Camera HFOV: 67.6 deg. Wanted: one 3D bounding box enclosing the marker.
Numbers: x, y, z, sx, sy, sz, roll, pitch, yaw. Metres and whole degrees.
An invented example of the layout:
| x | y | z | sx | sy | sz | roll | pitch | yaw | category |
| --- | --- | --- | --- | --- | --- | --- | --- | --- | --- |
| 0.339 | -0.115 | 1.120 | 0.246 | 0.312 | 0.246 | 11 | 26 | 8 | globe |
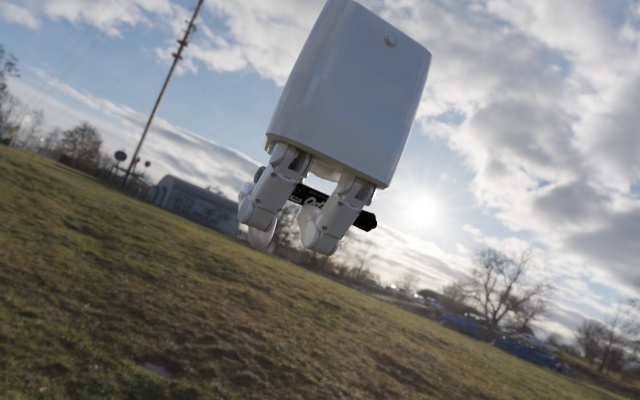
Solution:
| x | y | z | sx | sy | sz | roll | pitch | yaw | category |
| --- | --- | --- | --- | --- | --- | --- | --- | --- | --- |
| 0.000 | 0.001 | 0.406 | 0.121 | 0.020 | 0.020 | 23 | -11 | -27 | marker |
